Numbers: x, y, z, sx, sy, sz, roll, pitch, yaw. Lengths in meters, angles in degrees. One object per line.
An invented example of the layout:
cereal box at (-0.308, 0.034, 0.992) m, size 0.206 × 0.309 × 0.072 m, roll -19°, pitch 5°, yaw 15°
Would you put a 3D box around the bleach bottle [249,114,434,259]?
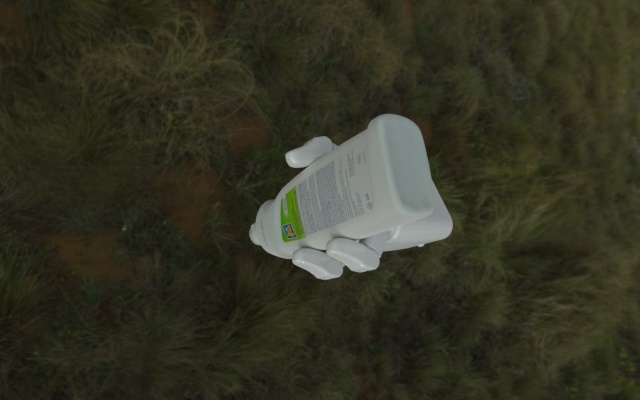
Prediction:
bleach bottle at (0.000, 0.002, 0.518) m, size 0.068 × 0.102 × 0.251 m, roll 3°, pitch -17°, yaw -41°
